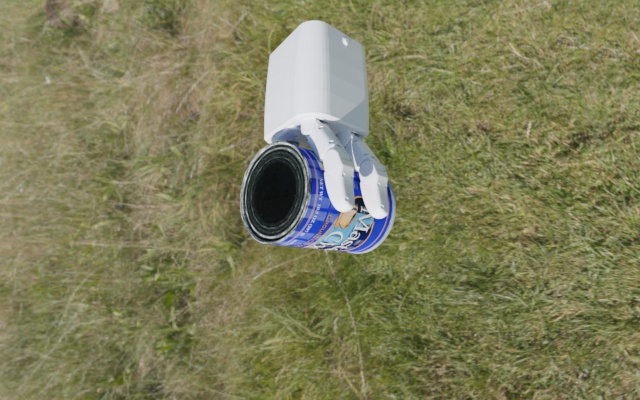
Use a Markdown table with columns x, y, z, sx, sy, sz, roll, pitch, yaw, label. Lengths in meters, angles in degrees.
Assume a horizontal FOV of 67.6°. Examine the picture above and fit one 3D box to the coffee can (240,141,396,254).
| x | y | z | sx | sy | sz | roll | pitch | yaw | label |
| --- | --- | --- | --- | --- | --- | --- | --- | --- | --- |
| 0.000 | 0.002 | 0.516 | 0.103 | 0.103 | 0.140 | 0 | -8 | 43 | coffee can |
